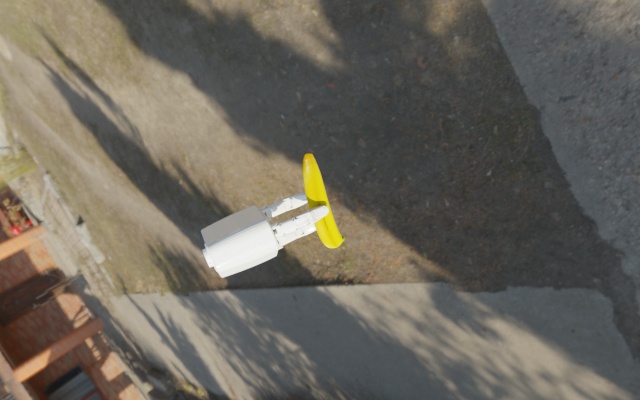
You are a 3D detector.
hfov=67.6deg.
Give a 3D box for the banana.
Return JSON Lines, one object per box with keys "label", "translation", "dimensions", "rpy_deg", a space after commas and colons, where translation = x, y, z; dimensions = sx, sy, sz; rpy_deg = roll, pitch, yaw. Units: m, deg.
{"label": "banana", "translation": [0.002, 0.015, 0.839], "dimensions": [0.037, 0.198, 0.069], "rpy_deg": [-15, 30, 7]}
